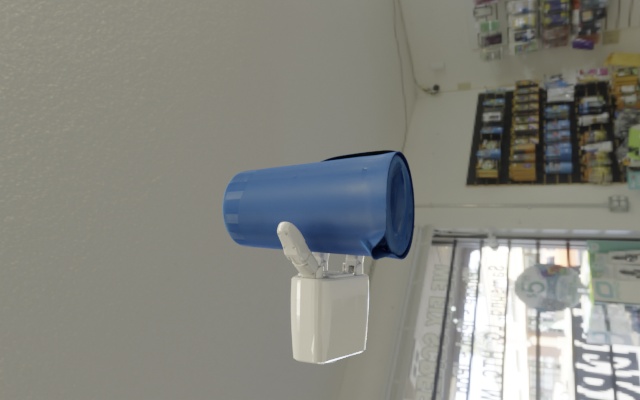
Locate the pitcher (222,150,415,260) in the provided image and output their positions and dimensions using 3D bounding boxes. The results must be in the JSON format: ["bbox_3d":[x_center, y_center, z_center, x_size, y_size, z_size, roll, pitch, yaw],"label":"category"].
[{"bbox_3d":[0.000,0.002,0.641,0.243,0.145,0.149,-1,-2,25],"label":"pitcher"}]
